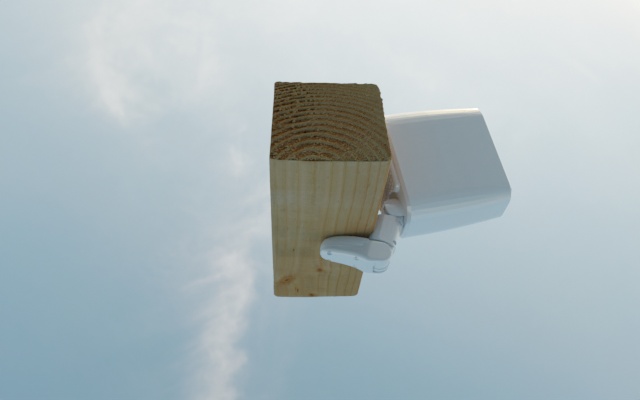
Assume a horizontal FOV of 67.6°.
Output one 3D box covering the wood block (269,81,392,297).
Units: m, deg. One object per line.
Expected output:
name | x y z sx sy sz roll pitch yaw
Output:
wood block | 0.000 0.002 0.444 0.090 0.090 0.206 1 -39 -4
